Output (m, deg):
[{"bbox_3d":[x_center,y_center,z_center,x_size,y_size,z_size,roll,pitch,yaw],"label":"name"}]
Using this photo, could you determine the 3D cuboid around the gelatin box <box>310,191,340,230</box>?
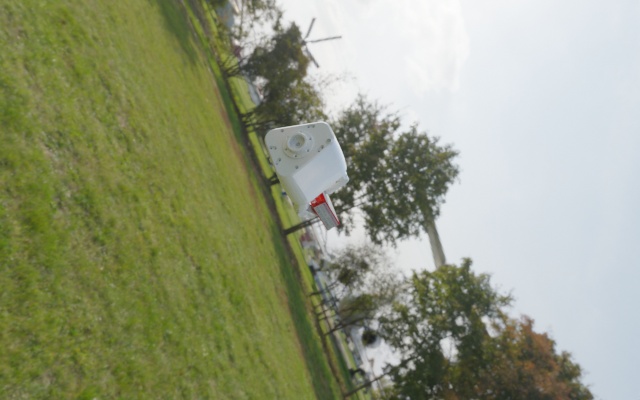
[{"bbox_3d":[0.001,0.003,0.893,0.030,0.073,0.089,-26,-38,6],"label":"gelatin box"}]
